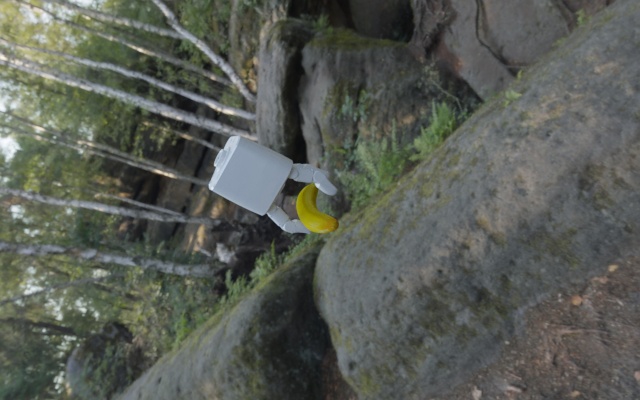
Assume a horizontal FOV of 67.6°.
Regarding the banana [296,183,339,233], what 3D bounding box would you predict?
[{"bbox_3d":[-0.012,0.015,0.871,0.037,0.070,0.197,32,18,-24],"label":"banana"}]
